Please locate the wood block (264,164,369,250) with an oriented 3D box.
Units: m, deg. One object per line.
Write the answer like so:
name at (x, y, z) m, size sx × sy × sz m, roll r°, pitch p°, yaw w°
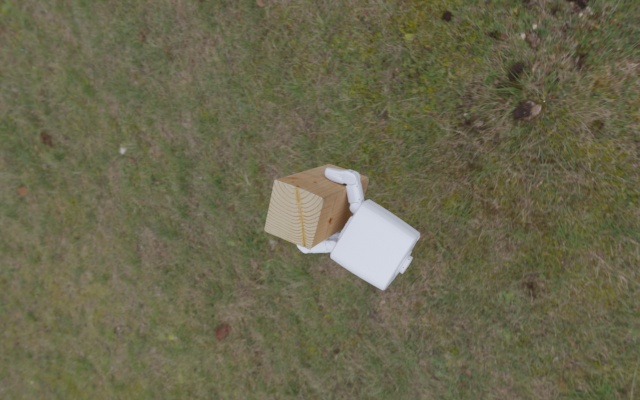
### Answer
wood block at (0.000, 0.003, 0.831) m, size 0.090 × 0.091 × 0.206 m, roll 21°, pitch 19°, yaw 20°
